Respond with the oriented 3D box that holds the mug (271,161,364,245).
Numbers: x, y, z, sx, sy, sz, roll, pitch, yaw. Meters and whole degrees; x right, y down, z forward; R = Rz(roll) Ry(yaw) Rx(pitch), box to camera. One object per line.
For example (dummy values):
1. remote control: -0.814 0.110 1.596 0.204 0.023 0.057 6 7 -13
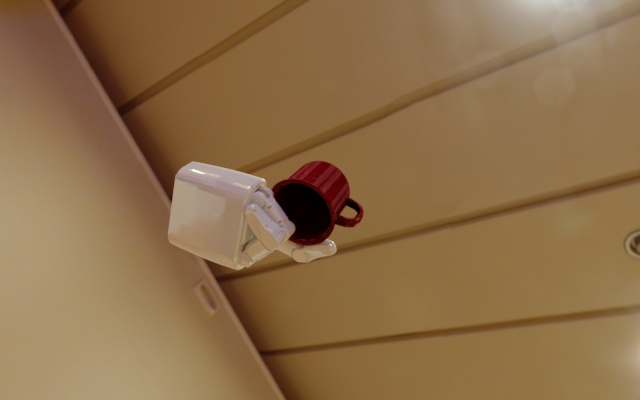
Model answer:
1. mug: 0.002 0.002 0.620 0.117 0.093 0.081 17 32 15
